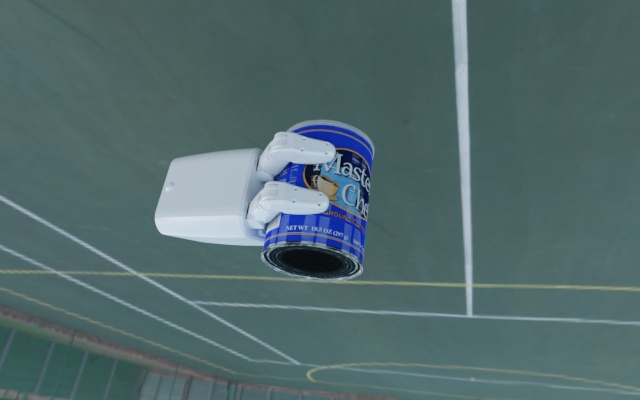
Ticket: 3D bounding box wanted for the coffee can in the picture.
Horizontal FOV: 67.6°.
[{"bbox_3d":[0.000,0.002,0.502,0.103,0.140,0.103,6,-27,3],"label":"coffee can"}]
